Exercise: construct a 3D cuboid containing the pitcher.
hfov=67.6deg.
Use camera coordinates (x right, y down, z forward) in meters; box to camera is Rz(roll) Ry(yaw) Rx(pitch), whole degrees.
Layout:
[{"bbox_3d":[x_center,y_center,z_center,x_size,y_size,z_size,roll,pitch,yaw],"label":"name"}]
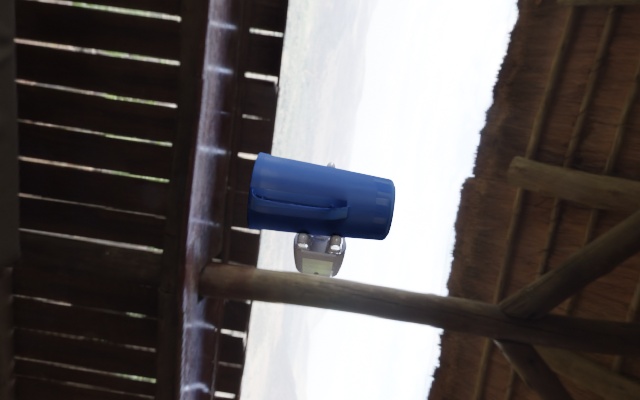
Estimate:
[{"bbox_3d":[0.000,0.003,0.809,0.243,0.149,0.145,8,-34,1],"label":"pitcher"}]
